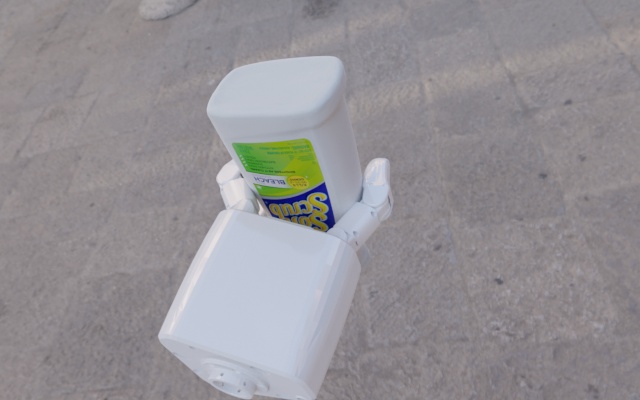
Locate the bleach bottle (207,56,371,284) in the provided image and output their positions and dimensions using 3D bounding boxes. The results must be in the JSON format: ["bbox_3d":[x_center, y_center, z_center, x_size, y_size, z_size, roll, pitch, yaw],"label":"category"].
[{"bbox_3d":[0.000,0.001,0.417,0.102,0.068,0.251,2,-40,24],"label":"bleach bottle"}]
